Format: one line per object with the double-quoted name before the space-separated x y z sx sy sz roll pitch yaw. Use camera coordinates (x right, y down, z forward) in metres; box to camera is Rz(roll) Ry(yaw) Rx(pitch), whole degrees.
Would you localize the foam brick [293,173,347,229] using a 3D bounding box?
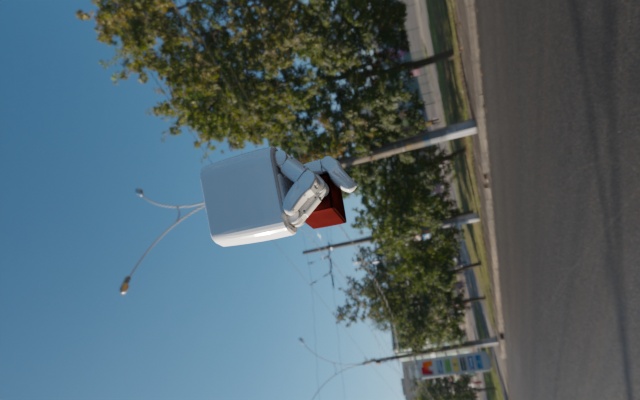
"foam brick" 0.000 0.002 0.669 0.051 0.053 0.078 -13 -22 13
